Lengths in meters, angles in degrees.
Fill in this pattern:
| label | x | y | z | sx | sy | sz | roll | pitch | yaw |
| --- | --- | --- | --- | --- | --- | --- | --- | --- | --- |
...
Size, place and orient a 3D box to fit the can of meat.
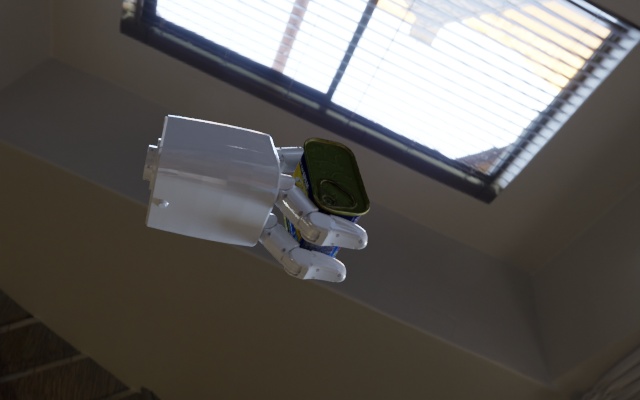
| label | x | y | z | sx | sy | sz | roll | pitch | yaw |
| --- | --- | --- | --- | --- | --- | --- | --- | --- | --- |
| can of meat | 0.000 | 0.002 | 0.488 | 0.057 | 0.102 | 0.084 | 8 | -46 | -22 |
